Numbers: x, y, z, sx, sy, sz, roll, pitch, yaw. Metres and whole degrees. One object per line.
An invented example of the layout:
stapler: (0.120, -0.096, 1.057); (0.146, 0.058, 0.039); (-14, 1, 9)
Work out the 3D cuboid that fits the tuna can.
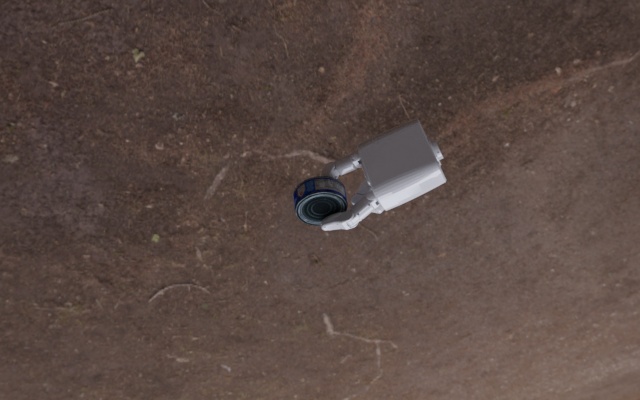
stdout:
tuna can: (0.000, 0.003, 0.758); (0.086, 0.033, 0.086); (-4, -40, -4)
